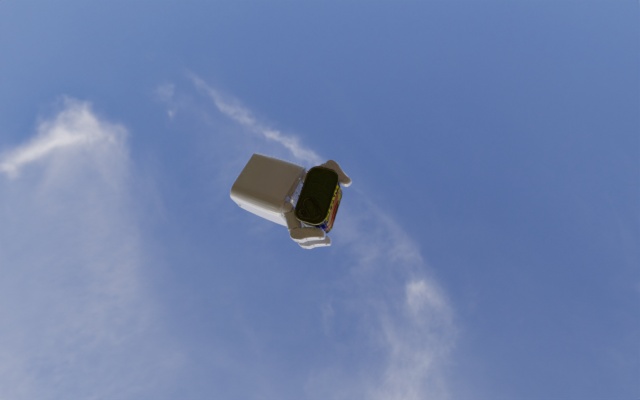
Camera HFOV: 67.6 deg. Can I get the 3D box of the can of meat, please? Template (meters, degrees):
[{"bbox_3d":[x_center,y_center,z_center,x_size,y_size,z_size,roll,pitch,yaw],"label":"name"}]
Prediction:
[{"bbox_3d":[0.000,0.003,0.843,0.057,0.102,0.084,15,-15,14],"label":"can of meat"}]
